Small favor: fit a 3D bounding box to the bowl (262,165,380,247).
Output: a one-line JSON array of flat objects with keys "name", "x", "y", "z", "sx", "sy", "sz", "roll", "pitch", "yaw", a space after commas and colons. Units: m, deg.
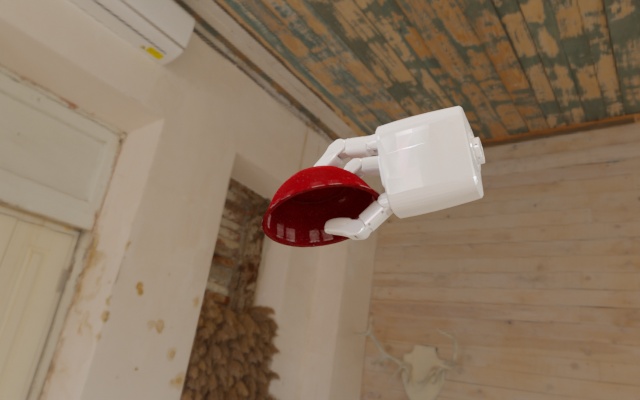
[{"name": "bowl", "x": -0.001, "y": 0.002, "z": 0.632, "sx": 0.162, "sy": 0.055, "sz": 0.162, "roll": -9, "pitch": -30, "yaw": -5}]
